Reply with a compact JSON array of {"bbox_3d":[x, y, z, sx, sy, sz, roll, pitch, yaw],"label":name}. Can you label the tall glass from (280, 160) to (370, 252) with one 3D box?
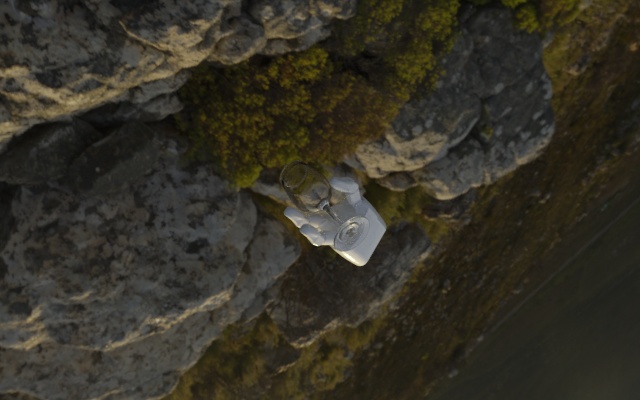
[{"bbox_3d":[0.000,0.003,0.866,0.079,0.079,0.201,0,34,-40],"label":"tall glass"}]
